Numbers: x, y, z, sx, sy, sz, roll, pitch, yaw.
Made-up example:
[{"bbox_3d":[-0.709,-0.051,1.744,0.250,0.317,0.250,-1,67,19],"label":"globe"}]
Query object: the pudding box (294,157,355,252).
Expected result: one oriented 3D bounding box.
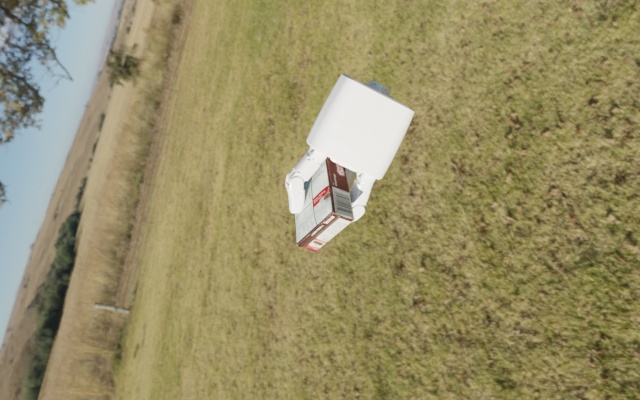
[{"bbox_3d":[0.000,0.002,0.681,0.039,0.113,0.090,21,-46,-29],"label":"pudding box"}]
